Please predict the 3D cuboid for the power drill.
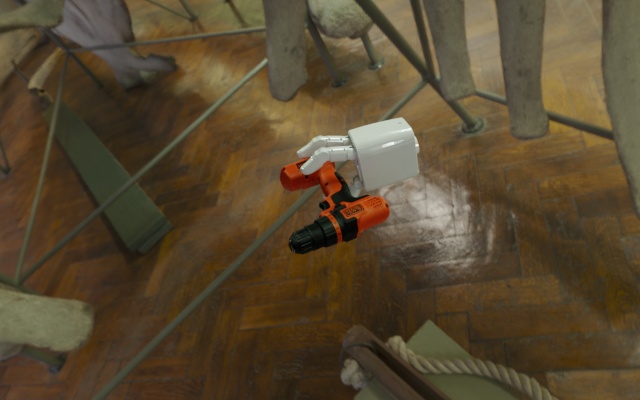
[{"bbox_3d":[0.000,0.002,0.837,0.184,0.057,0.187,-20,48,-20],"label":"power drill"}]
